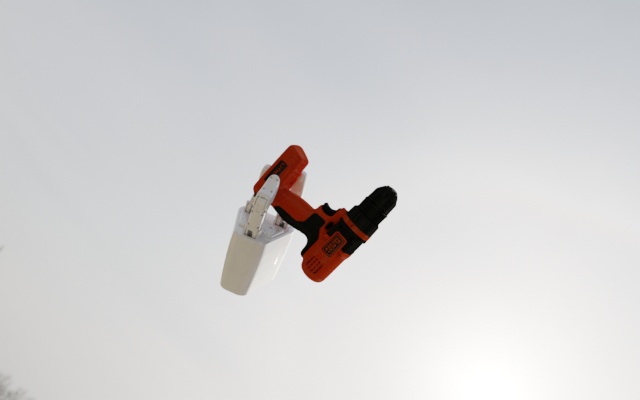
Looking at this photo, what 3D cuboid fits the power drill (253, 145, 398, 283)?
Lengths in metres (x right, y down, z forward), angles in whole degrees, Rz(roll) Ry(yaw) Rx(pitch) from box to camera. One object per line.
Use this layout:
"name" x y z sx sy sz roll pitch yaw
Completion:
"power drill" 0.000 0.002 0.730 0.187 0.184 0.057 47 9 20
